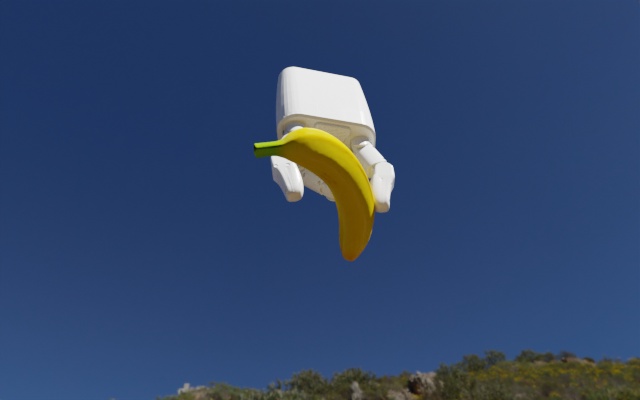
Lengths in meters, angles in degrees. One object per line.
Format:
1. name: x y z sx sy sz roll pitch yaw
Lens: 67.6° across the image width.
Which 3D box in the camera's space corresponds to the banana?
1. banana: 0.015 -0.008 0.460 0.069 0.037 0.198 -24 -45 15
